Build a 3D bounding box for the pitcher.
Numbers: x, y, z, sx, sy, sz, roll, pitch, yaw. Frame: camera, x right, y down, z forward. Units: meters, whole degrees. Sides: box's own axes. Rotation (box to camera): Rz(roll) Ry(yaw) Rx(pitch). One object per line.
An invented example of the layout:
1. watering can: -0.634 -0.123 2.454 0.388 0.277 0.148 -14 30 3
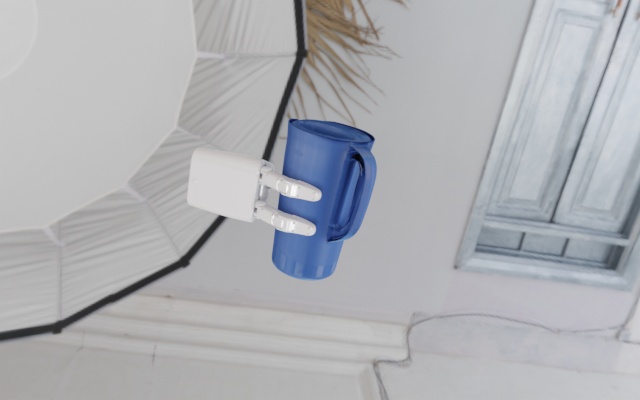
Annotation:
1. pitcher: 0.000 0.002 0.744 0.145 0.243 0.149 13 19 4
